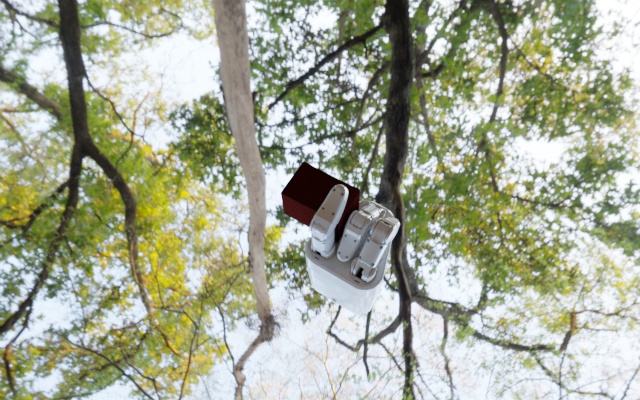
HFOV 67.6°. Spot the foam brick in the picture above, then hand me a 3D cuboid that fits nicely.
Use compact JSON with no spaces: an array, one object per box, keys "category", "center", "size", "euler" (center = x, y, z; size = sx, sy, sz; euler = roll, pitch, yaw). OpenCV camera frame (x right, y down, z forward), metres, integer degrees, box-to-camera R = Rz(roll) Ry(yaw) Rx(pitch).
[{"category":"foam brick","center":[0.000,0.002,0.560],"size":[0.078,0.053,0.051],"euler":[28,-25,17]}]
